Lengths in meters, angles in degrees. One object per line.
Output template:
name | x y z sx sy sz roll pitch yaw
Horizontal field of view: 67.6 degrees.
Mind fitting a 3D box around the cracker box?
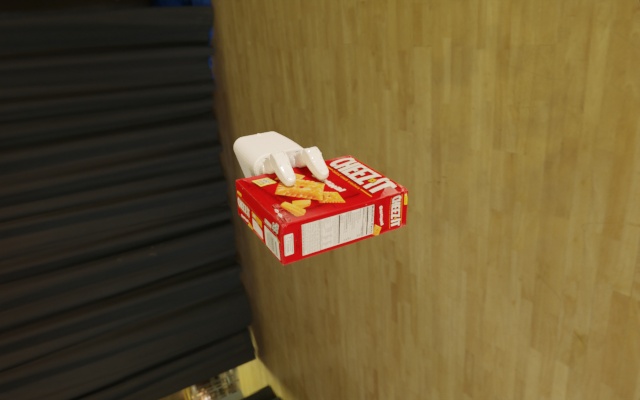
cracker box | 0.000 0.003 0.731 0.213 0.072 0.164 -15 32 -26
